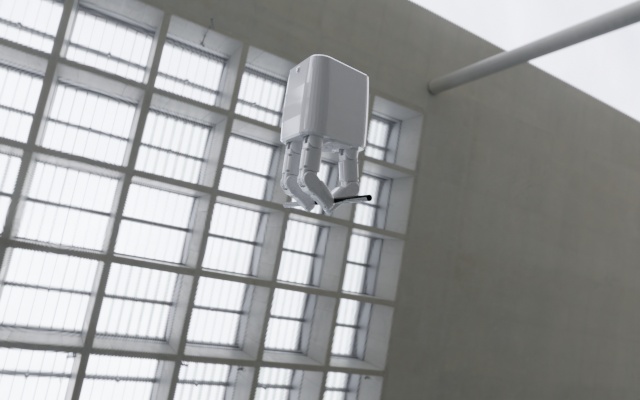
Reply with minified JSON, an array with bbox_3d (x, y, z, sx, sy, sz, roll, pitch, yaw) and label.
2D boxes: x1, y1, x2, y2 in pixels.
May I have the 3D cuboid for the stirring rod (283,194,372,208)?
[{"bbox_3d":[0.000,0.002,0.658,0.011,0.011,0.239,0,-3,-28],"label":"stirring rod"}]
